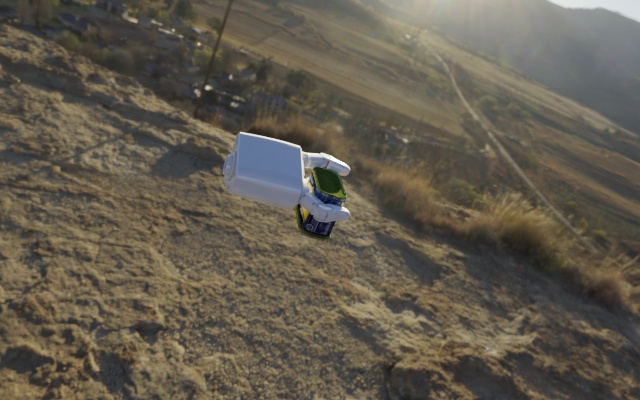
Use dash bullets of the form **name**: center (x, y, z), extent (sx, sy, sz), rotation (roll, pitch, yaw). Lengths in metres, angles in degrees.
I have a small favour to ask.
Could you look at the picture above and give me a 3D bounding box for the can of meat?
- **can of meat**: center (0.000, 0.002, 0.792), extent (0.057, 0.084, 0.102), rotation (15, 27, -17)
